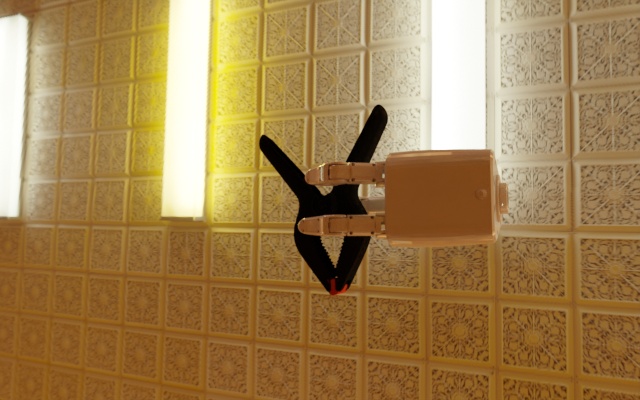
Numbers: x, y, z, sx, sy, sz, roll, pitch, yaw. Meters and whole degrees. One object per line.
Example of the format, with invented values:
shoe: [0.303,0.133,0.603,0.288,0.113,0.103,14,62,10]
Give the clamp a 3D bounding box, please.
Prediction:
clamp: [0.001,0.002,0.554,0.164,0.210,0.036,-3,-5,27]
